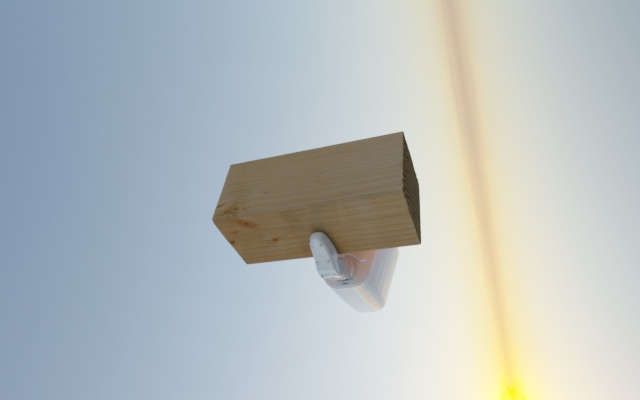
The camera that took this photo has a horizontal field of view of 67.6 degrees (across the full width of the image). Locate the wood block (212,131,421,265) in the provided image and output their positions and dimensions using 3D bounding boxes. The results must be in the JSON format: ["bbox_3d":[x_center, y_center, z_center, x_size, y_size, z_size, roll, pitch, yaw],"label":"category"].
[{"bbox_3d":[0.000,0.002,0.531,0.206,0.090,0.090,-9,-44,19],"label":"wood block"}]
